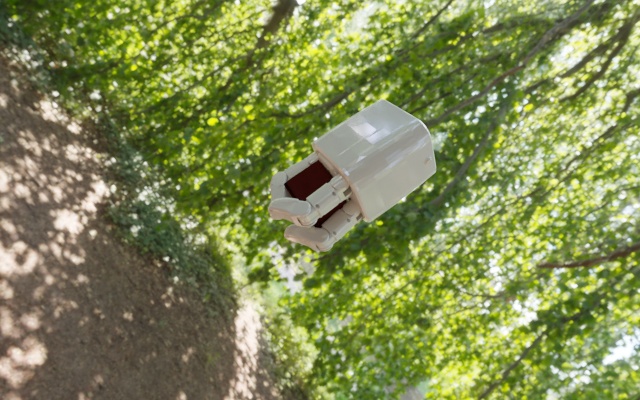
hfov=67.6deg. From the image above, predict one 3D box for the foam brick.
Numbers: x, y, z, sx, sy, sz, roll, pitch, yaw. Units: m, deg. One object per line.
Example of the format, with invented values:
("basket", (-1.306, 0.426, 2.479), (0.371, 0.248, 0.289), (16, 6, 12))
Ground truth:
("foam brick", (0.000, 0.002, 0.578), (0.051, 0.053, 0.078), (-35, -36, -4))
